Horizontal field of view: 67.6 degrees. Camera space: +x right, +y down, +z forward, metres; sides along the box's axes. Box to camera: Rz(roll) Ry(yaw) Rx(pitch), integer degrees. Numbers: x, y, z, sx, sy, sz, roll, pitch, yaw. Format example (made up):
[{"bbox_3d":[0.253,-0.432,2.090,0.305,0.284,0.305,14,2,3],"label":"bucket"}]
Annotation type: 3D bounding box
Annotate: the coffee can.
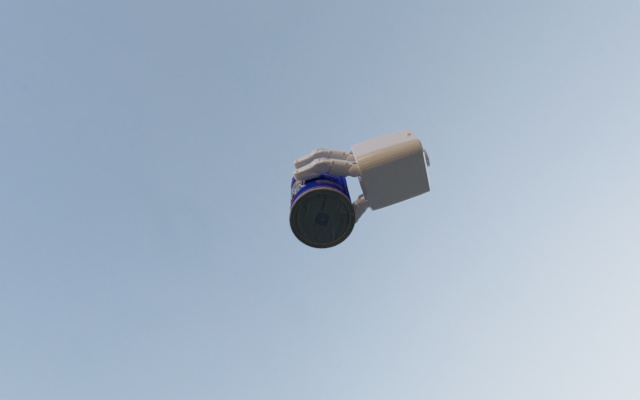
[{"bbox_3d":[0.000,0.003,0.797,0.103,0.103,0.140,0,23,-3],"label":"coffee can"}]
